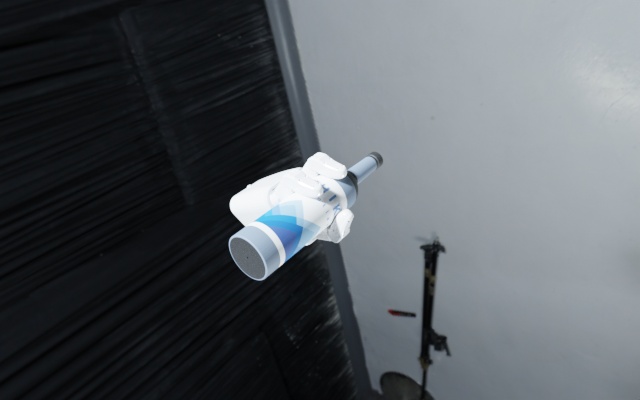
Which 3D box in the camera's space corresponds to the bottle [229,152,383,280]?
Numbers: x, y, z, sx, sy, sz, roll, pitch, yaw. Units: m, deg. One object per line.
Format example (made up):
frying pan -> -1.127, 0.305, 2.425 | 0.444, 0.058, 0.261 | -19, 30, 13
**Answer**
bottle -> 0.000, 0.002, 0.683 | 0.069, 0.069, 0.295 | 0, 28, 44
